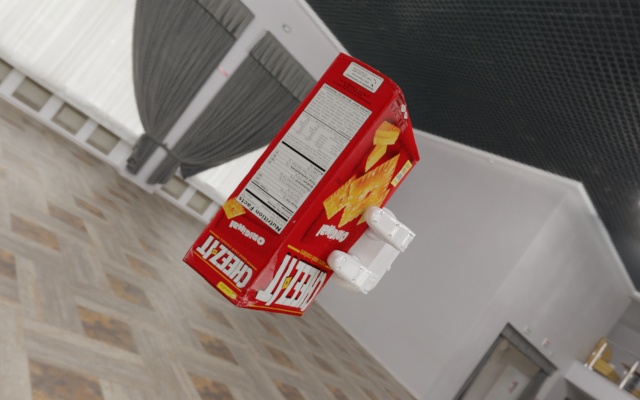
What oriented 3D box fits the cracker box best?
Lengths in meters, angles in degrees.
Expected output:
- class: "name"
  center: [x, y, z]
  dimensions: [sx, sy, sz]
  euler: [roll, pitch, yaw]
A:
- class: "cracker box"
  center: [0.000, 0.001, 0.442]
  dimensions: [0.072, 0.213, 0.164]
  euler: [35, -4, 22]
